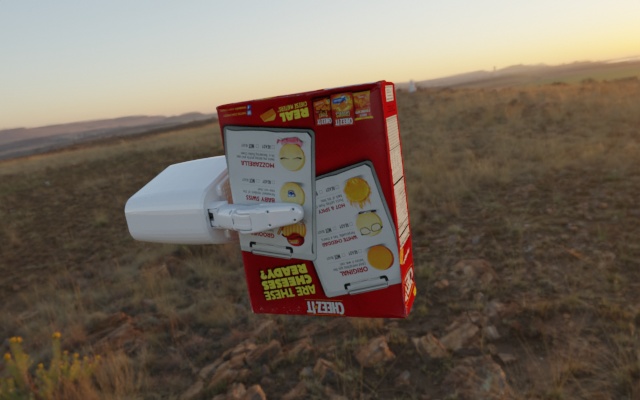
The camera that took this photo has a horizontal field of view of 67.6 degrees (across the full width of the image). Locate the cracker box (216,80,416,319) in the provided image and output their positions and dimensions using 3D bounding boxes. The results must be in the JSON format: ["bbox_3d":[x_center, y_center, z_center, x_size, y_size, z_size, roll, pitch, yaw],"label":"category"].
[{"bbox_3d":[0.000,0.001,0.469,0.164,0.214,0.072,-3,13,22],"label":"cracker box"}]
